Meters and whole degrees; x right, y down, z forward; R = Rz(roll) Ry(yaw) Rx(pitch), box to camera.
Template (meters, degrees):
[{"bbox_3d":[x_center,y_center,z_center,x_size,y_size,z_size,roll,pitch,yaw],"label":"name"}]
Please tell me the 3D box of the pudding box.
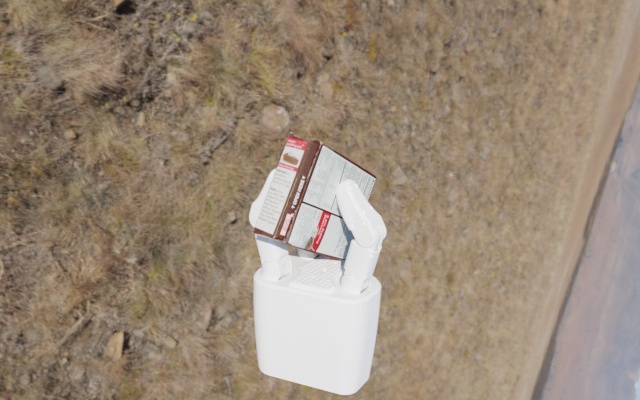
[{"bbox_3d":[0.000,0.001,0.427,0.039,0.090,0.113,18,-3,31],"label":"pudding box"}]
